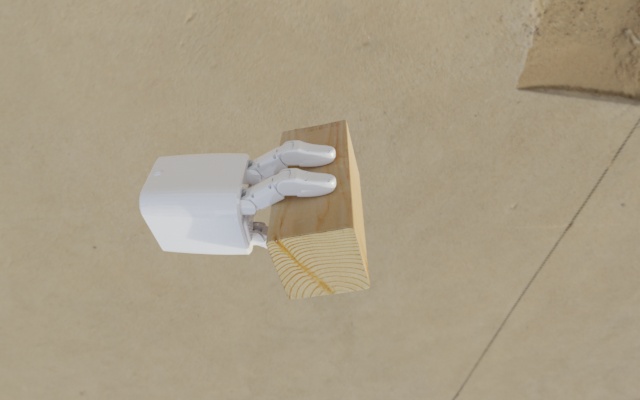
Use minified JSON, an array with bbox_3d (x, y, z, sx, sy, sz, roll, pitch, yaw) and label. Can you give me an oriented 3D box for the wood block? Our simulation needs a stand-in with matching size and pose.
[{"bbox_3d":[0.000,0.002,0.557,0.090,0.091,0.206,-10,38,8],"label":"wood block"}]
